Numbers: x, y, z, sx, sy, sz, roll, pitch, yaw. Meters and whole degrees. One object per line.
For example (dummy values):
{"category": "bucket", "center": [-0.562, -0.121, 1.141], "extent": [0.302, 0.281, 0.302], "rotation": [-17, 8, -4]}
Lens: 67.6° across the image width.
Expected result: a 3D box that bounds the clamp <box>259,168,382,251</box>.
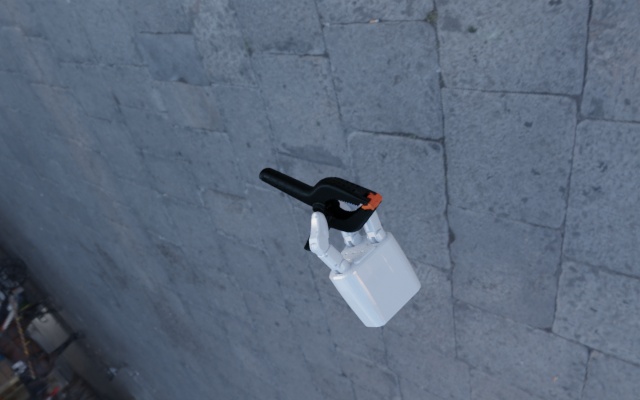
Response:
{"category": "clamp", "center": [0.000, 0.003, 0.724], "extent": [0.210, 0.164, 0.036], "rotation": [-16, 25, 50]}
